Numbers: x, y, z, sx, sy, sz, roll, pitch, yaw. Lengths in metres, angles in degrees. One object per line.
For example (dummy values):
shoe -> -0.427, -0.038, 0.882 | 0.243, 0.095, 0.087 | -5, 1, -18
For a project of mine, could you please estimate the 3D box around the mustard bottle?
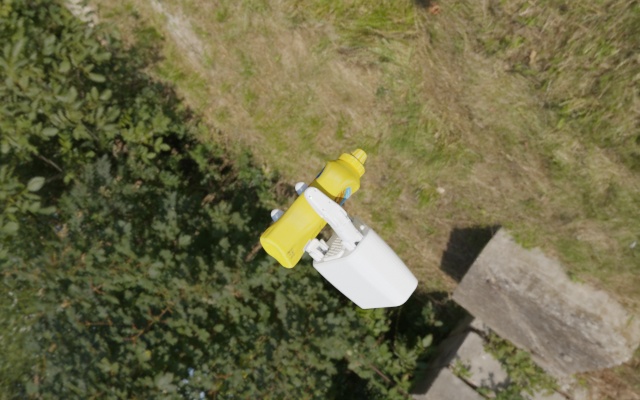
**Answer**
mustard bottle -> 0.000, 0.002, 0.655 | 0.058, 0.191, 0.096 | 38, -16, 10
